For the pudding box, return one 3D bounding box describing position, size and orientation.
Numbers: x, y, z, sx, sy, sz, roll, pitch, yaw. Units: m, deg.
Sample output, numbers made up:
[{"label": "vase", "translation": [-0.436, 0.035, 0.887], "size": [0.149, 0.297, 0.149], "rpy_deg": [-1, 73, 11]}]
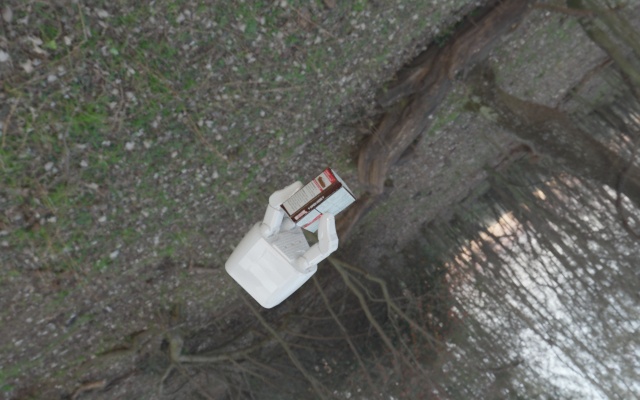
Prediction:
[{"label": "pudding box", "translation": [0.000, 0.002, 0.705], "size": [0.090, 0.039, 0.113], "rpy_deg": [-39, -15, 4]}]
